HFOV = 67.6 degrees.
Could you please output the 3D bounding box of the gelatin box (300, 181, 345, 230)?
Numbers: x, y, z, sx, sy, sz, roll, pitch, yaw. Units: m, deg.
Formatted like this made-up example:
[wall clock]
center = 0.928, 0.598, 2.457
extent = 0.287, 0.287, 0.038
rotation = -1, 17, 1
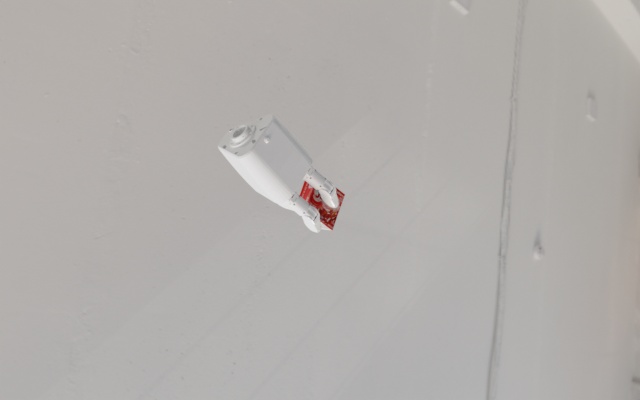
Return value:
[gelatin box]
center = 0.000, 0.003, 0.843
extent = 0.030, 0.073, 0.089
rotation = 6, -21, 39
